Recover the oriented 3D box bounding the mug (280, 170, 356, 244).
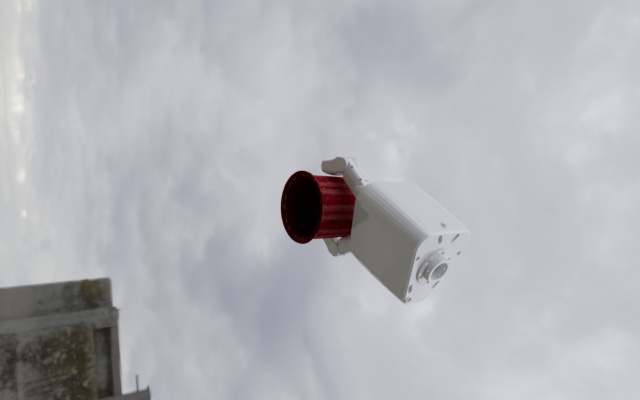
[{"bbox_3d":[-0.001,0.001,0.634,0.081,0.093,0.117,0,33,-38],"label":"mug"}]
